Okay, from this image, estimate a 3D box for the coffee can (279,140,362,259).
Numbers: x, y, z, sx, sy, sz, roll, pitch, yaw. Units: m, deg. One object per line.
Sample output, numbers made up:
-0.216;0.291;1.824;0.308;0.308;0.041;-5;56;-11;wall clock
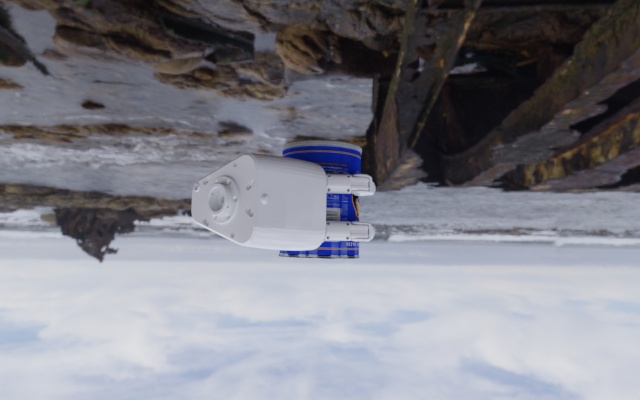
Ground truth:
0.000;0.002;0.609;0.103;0.140;0.103;1;-5;0;coffee can
